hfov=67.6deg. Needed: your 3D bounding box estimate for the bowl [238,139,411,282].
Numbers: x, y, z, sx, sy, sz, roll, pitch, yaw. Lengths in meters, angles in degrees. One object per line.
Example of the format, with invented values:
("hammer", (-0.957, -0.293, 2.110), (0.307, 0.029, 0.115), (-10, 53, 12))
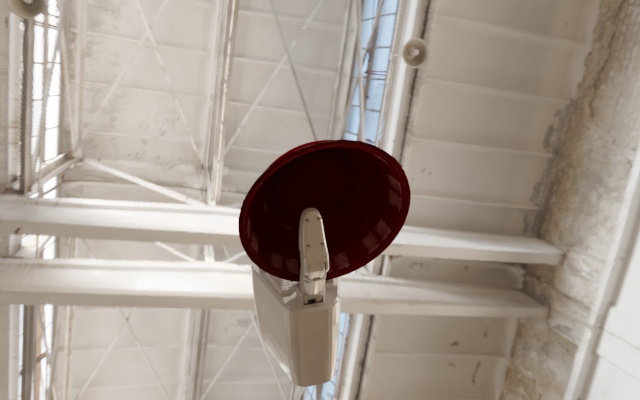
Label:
("bowl", (0.000, 0.000, 0.452), (0.162, 0.162, 0.055), (0, 36, -18))
